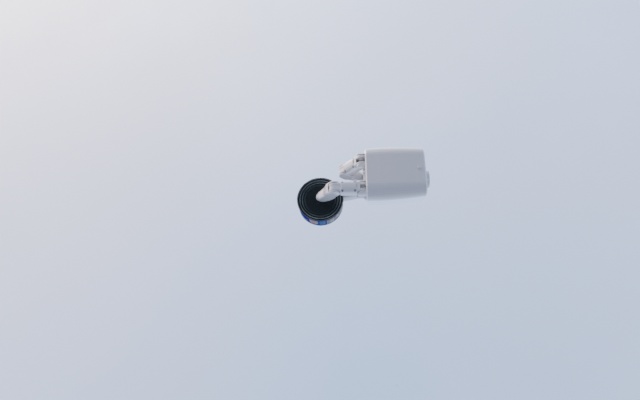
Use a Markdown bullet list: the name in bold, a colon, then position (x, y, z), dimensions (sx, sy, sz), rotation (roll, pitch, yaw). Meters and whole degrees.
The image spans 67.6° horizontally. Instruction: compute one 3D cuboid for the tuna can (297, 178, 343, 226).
- **tuna can**: position (0.000, 0.003, 0.894), dimensions (0.086, 0.086, 0.034), rotation (0, -21, 3)
